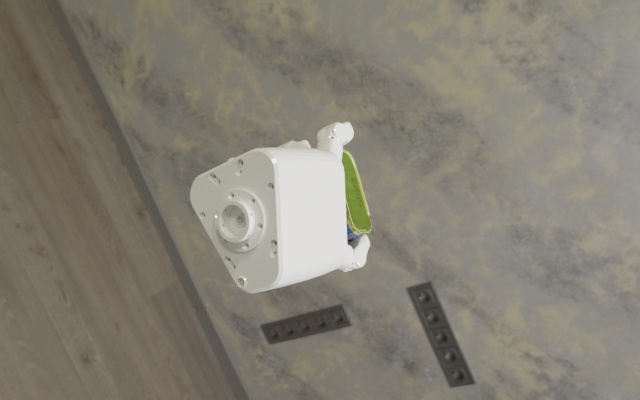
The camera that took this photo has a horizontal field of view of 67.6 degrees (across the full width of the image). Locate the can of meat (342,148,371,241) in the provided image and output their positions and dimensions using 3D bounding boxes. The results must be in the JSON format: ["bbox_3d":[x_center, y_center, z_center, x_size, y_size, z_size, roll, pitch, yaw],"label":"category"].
[{"bbox_3d":[0.000,0.002,0.515,0.084,0.102,0.057,-21,-12,28],"label":"can of meat"}]
